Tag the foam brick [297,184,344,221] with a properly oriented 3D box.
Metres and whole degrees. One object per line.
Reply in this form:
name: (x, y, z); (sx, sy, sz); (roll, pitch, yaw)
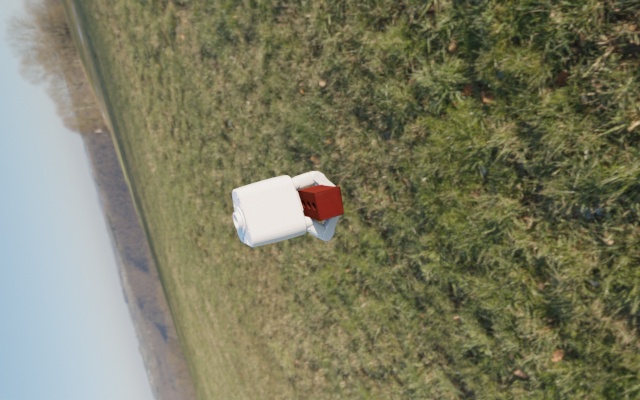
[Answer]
foam brick: (0.000, 0.003, 0.871); (0.051, 0.053, 0.078); (-15, 11, -24)
